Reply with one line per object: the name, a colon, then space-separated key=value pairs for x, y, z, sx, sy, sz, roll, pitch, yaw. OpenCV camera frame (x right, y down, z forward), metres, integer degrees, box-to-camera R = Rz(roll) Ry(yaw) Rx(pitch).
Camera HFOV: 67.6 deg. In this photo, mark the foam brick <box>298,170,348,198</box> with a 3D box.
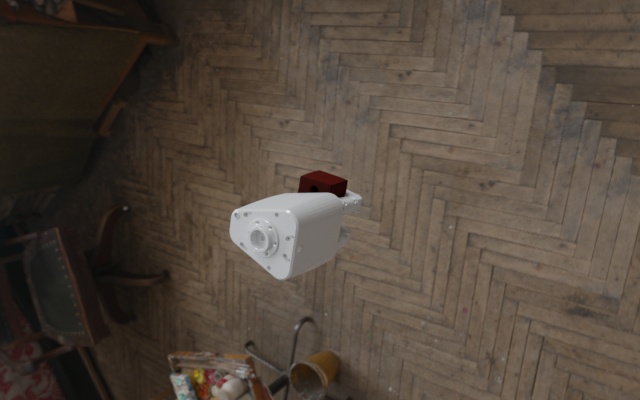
foam brick: x=0.000 y=0.002 z=0.692 sx=0.053 sy=0.078 sz=0.051 roll=19 pitch=19 yaw=27
